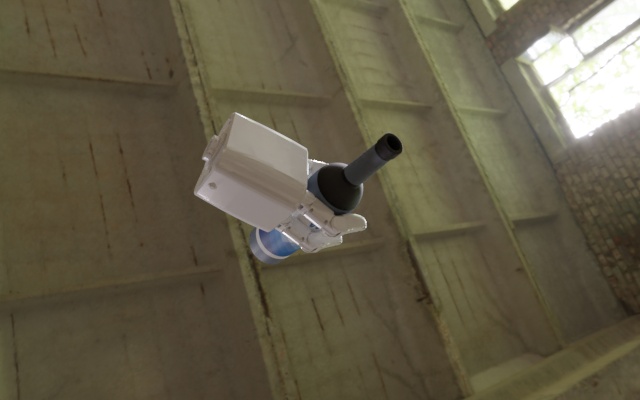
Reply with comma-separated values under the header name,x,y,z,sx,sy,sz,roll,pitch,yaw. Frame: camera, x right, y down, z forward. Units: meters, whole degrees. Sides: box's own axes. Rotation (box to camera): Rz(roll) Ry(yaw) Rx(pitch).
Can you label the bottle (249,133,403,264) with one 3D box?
name,x,y,z,sx,sy,sz,roll,pitch,yaw
bottle,0.000,0.002,0.621,0.069,0.069,0.296,0,-26,-36
